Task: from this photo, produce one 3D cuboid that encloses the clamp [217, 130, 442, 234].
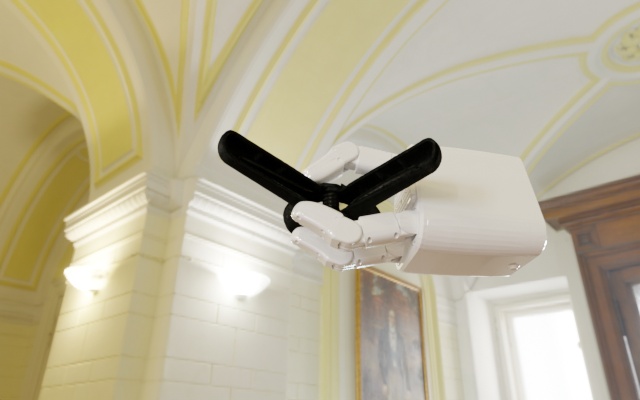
[{"bbox_3d":[0.000,0.001,0.428,0.164,0.036,0.210,7,-27,-1],"label":"clamp"}]
